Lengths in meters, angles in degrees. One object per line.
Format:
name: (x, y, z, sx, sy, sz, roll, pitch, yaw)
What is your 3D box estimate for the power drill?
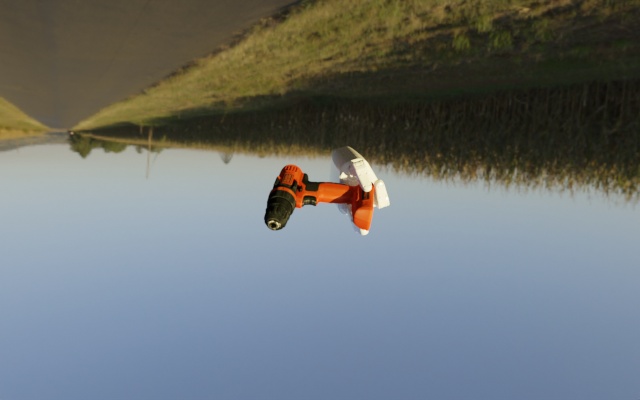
power drill: (0.001, 0.003, 0.860, 0.187, 0.057, 0.184, 10, 35, 1)
